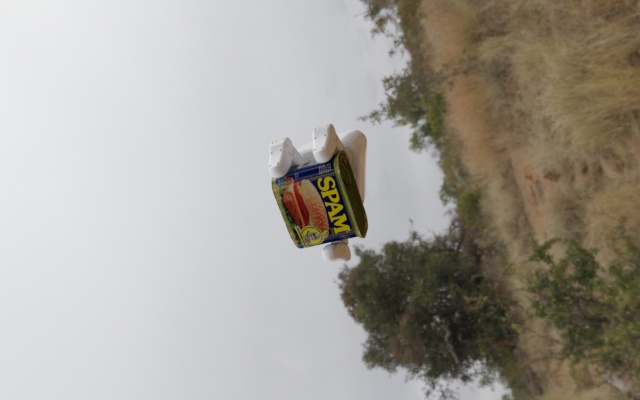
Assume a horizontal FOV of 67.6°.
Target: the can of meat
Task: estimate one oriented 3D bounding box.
[{"bbox_3d":[0.000,0.002,0.559,0.084,0.102,0.057,-14,18,18],"label":"can of meat"}]
